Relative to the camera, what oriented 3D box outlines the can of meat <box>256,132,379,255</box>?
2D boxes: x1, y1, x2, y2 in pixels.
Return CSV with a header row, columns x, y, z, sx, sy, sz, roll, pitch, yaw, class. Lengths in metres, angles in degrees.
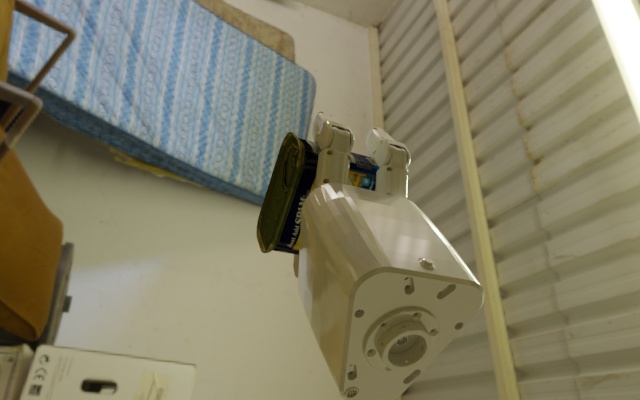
x,y,z,sx,sy,sz,roll,pitch,yaw,class
0.000,0.001,0.416,0.084,0.102,0.057,12,19,-22,can of meat
